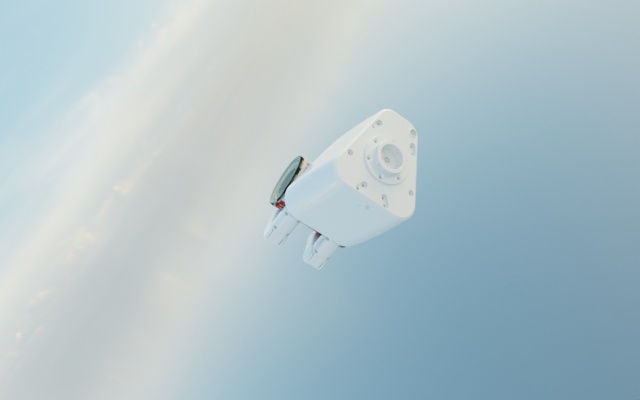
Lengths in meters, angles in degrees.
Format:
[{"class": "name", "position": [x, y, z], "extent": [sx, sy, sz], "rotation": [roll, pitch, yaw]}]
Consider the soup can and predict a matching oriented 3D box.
[{"class": "soup can", "position": [0.000, 0.002, 0.562], "extent": [0.102, 0.068, 0.068], "rotation": [32, -10, -15]}]
